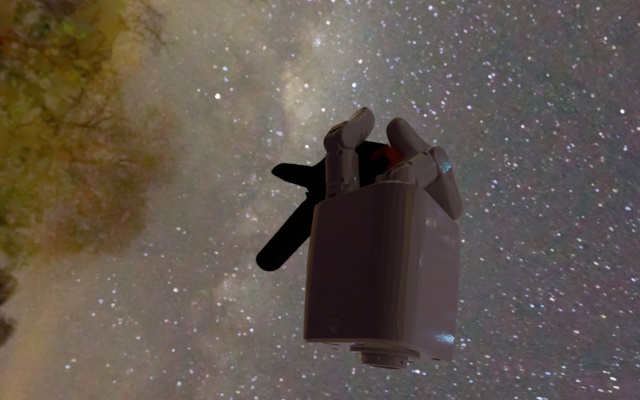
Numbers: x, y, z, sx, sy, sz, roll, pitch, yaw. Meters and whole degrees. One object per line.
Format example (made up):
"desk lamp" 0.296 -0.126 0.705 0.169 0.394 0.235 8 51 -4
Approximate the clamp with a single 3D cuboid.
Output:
"clamp" 0.001 0.002 0.434 0.039 0.120 0.171 23 -26 -35
